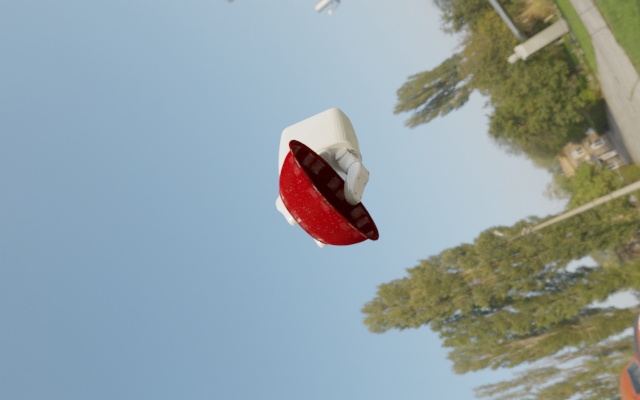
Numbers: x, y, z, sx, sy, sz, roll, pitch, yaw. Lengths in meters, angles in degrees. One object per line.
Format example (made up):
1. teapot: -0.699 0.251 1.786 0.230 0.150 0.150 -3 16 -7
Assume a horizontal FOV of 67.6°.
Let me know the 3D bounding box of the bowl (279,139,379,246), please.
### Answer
1. bowl: 0.000 0.003 0.589 0.055 0.162 0.162 -41 -11 13
